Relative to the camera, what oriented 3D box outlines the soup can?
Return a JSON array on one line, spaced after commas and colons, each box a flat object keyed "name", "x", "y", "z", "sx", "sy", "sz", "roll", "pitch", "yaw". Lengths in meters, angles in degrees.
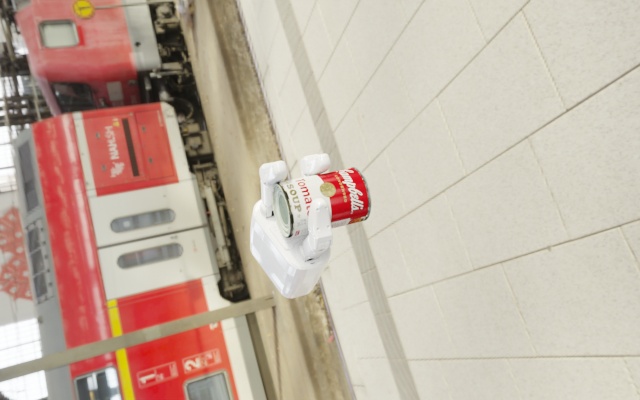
[{"name": "soup can", "x": 0.000, "y": 0.002, "z": 0.570, "sx": 0.102, "sy": 0.068, "sz": 0.068, "roll": -12, "pitch": 4, "yaw": -20}]
